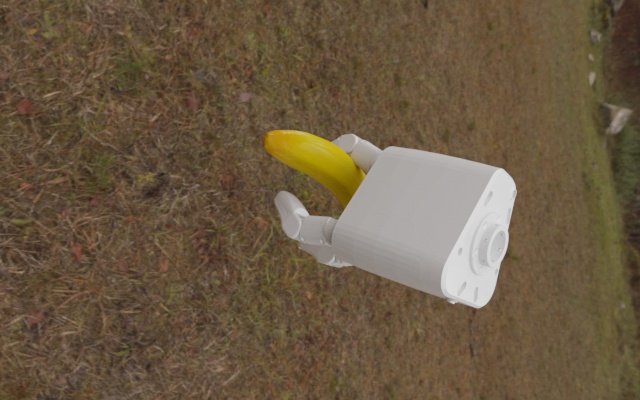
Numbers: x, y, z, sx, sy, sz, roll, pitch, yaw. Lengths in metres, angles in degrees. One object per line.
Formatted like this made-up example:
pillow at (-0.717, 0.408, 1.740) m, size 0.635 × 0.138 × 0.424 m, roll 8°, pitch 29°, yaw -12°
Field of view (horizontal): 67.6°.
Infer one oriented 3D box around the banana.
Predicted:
banana at (0.015, -0.008, 0.468) m, size 0.037 × 0.069 × 0.198 m, roll 40°, pitch -13°, yaw 46°
